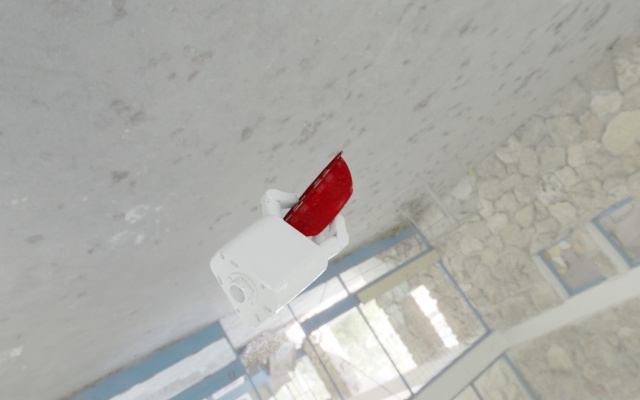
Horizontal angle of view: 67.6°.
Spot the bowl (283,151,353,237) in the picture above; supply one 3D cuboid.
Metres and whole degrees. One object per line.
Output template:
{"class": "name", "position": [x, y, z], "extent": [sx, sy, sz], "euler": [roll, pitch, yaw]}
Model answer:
{"class": "bowl", "position": [0.001, 0.002, 0.731], "extent": [0.055, 0.162, 0.162], "euler": [40, -4, -4]}
